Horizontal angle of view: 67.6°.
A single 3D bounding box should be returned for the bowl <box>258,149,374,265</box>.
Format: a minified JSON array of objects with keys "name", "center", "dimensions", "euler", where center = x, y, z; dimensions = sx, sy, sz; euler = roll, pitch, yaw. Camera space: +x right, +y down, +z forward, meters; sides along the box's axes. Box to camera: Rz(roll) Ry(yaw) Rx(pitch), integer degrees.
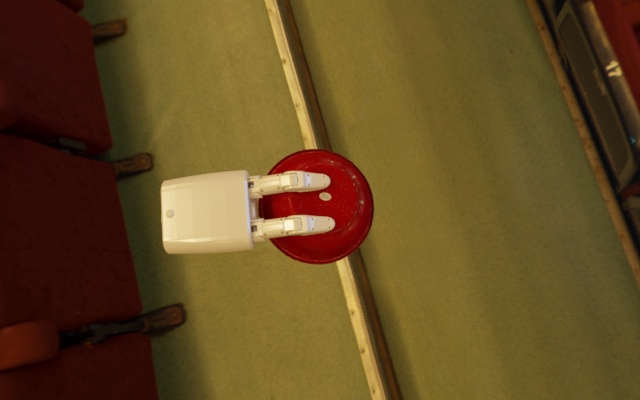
[{"name":"bowl","center":[0.001,0.002,0.630],"dimensions":[0.162,0.162,0.055],"euler":[0,-11,-10]}]
